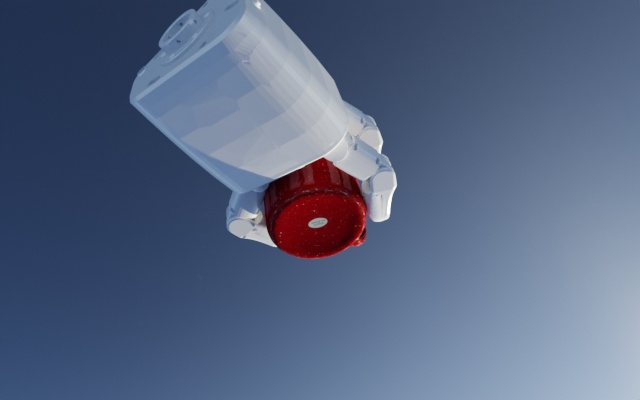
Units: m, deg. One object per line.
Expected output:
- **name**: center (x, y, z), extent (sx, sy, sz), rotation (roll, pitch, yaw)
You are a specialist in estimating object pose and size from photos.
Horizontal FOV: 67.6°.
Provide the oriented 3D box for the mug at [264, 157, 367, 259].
- **mug**: center (0.001, 0.002, 0.415), extent (0.093, 0.081, 0.117), rotation (-35, -53, 20)
